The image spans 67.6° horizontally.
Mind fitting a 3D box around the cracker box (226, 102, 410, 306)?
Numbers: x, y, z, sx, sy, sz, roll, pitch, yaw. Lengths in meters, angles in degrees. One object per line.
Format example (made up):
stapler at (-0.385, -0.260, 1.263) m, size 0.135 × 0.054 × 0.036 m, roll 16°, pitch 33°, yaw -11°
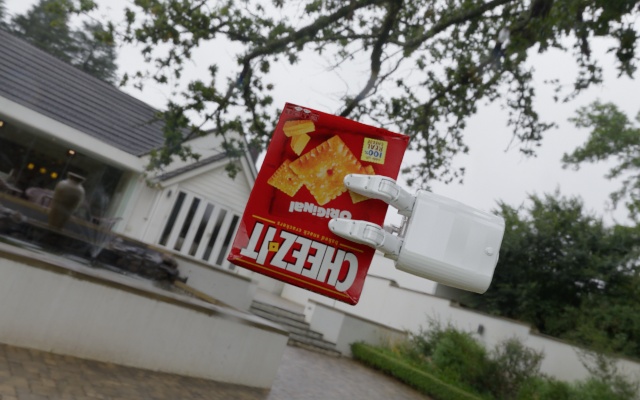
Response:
cracker box at (0.000, 0.002, 0.590) m, size 0.164 × 0.213 × 0.072 m, roll 18°, pitch -12°, yaw 6°
